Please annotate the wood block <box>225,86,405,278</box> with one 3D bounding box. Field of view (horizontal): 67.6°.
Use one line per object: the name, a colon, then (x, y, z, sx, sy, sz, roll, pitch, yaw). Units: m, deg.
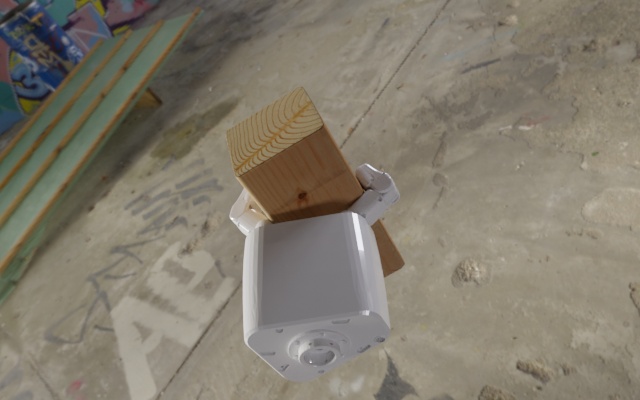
wood block: (0.000, 0.002, 0.497, 0.091, 0.206, 0.090, -30, 39, 5)
